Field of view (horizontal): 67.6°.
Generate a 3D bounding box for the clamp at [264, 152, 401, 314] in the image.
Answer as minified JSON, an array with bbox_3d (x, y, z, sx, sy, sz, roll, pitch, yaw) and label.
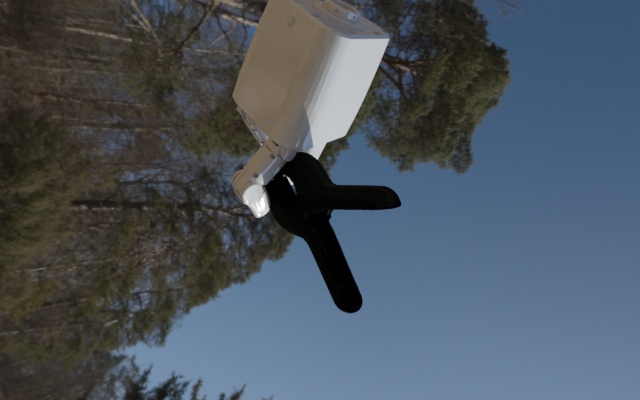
[{"bbox_3d":[0.000,0.001,0.422,0.039,0.120,0.171,-7,45,-45],"label":"clamp"}]
